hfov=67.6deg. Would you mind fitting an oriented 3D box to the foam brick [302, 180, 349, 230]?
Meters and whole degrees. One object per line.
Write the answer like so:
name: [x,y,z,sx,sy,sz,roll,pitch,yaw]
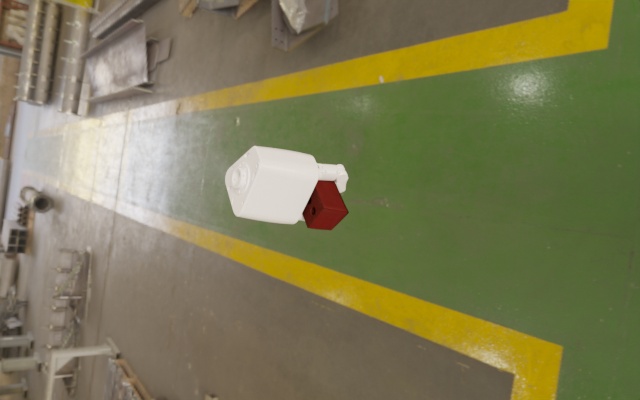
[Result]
foam brick: [0.000,0.003,0.778,0.051,0.078,0.053,8,-44,-38]
